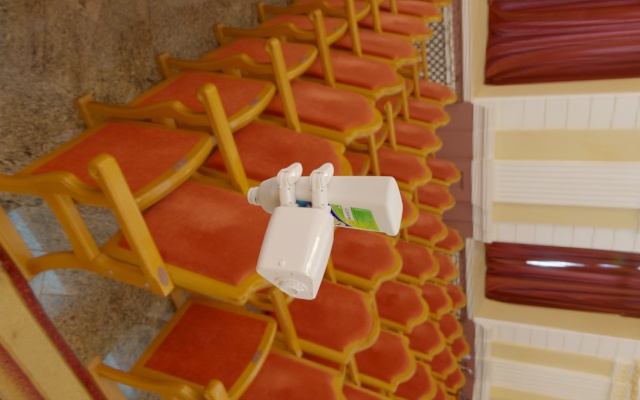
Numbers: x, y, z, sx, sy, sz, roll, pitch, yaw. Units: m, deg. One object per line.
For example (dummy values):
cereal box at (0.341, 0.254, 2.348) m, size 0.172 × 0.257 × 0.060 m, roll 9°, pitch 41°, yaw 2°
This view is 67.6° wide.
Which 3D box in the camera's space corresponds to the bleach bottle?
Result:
bleach bottle at (0.000, 0.002, 0.781) m, size 0.251 × 0.068 × 0.103 m, roll 3°, pitch -32°, yaw 22°
